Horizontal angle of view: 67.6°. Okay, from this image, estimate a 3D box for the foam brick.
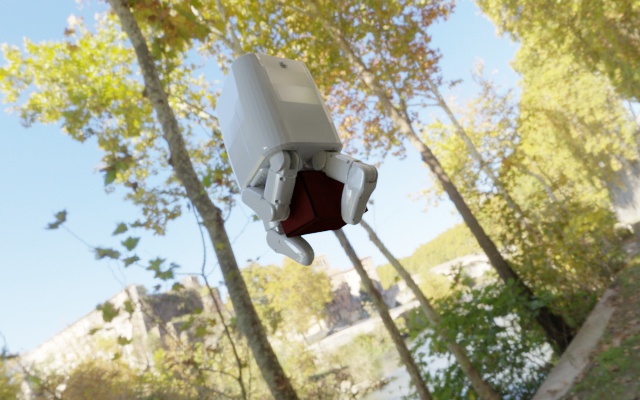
[{"bbox_3d":[0.000,0.002,0.490,0.078,0.051,0.053,-5,-21,-45],"label":"foam brick"}]
